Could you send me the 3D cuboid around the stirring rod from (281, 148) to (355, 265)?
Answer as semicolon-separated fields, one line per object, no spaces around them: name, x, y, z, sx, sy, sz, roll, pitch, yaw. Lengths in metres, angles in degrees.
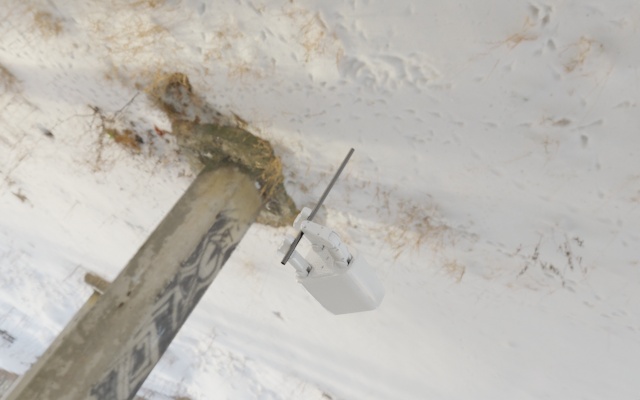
stirring rod;0.000;0.002;0.751;0.011;0.239;0.011;23;-31;15
